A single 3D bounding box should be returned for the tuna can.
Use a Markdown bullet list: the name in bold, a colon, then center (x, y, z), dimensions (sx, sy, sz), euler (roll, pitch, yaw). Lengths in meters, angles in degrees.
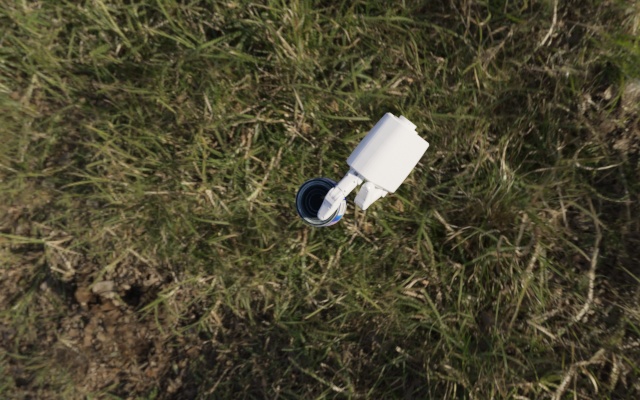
- **tuna can**: center (0.000, 0.003, 0.827), dimensions (0.086, 0.086, 0.034), euler (0, 2, 23)
